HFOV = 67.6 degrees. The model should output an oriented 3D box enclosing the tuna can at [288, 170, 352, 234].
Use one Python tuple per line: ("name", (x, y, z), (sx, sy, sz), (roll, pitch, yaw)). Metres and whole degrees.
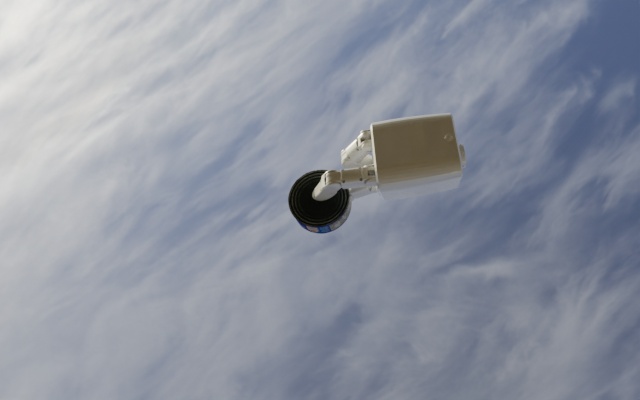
("tuna can", (0.000, 0.002, 0.670), (0.086, 0.086, 0.034), (0, -23, 11))
